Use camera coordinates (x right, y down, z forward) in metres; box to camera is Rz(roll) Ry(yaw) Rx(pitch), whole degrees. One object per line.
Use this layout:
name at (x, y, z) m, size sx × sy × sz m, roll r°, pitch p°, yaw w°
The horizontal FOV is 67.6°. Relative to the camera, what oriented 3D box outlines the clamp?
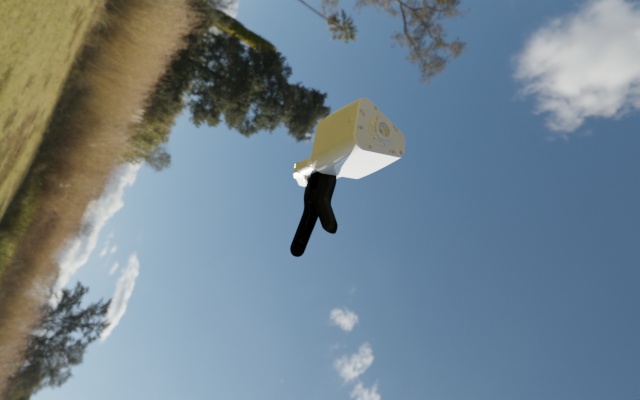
clamp at (0.001, 0.003, 0.784) m, size 0.039 × 0.171 × 0.120 m, roll 25°, pitch -28°, yaw -29°
